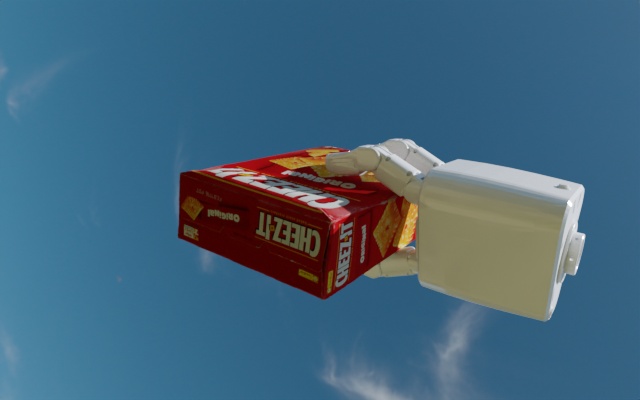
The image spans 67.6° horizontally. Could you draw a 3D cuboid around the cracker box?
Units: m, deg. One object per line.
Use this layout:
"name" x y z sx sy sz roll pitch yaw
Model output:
"cracker box" 0.000 0.002 0.461 0.164 0.072 0.213 16 20 32
